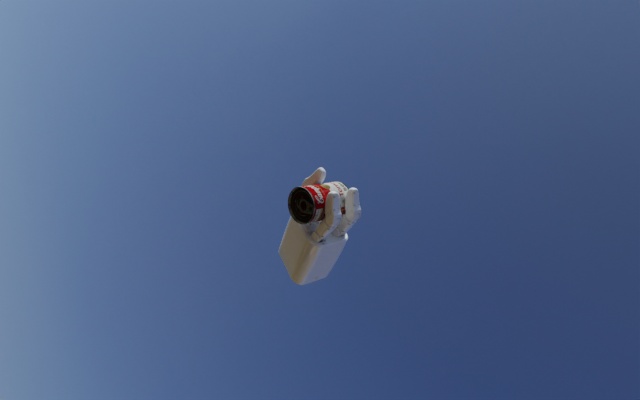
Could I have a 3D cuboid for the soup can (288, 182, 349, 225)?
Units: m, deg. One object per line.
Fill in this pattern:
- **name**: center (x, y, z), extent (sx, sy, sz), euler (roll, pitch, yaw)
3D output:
- **soup can**: center (0.000, 0.002, 0.878), extent (0.068, 0.068, 0.102), euler (0, 7, 45)
